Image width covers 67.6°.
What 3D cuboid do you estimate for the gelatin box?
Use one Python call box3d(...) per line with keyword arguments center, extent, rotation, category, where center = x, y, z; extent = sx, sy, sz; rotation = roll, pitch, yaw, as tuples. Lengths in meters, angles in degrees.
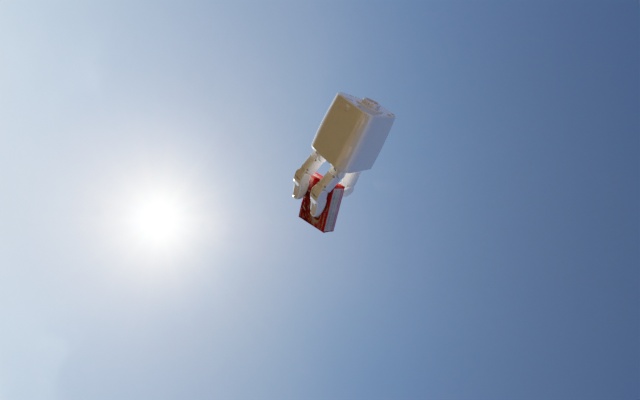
box3d(center=(0.000, 0.003, 0.855), extent=(0.030, 0.089, 0.073), rotation=(-4, 24, -42), category="gelatin box")
